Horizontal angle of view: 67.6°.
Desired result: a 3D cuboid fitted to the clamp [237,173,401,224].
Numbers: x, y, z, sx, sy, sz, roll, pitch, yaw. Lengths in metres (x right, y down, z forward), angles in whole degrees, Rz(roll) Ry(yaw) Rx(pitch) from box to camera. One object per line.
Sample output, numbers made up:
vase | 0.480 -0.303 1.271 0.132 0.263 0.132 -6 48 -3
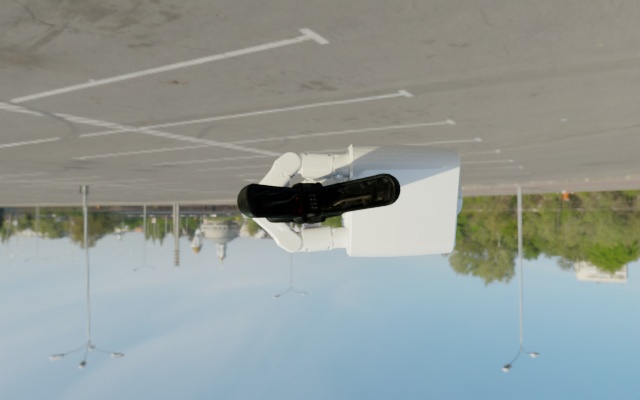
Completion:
clamp | 0.000 0.002 0.416 0.120 0.039 0.171 0 -2 0
